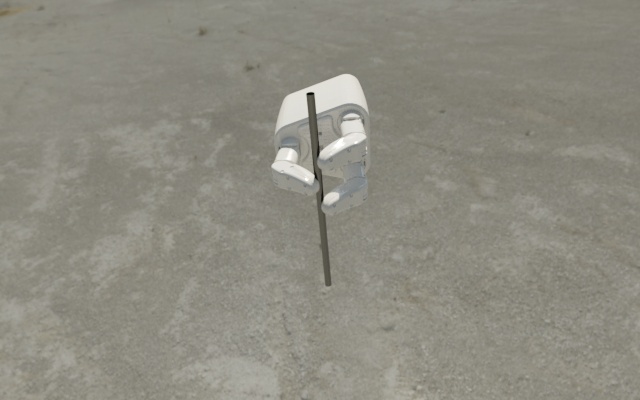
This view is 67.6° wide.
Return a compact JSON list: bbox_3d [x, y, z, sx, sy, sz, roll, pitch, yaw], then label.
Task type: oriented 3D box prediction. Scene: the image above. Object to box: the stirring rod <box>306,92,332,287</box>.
[{"bbox_3d":[0.000,0.002,0.500,0.011,0.240,0.011,-4,35,3],"label":"stirring rod"}]
